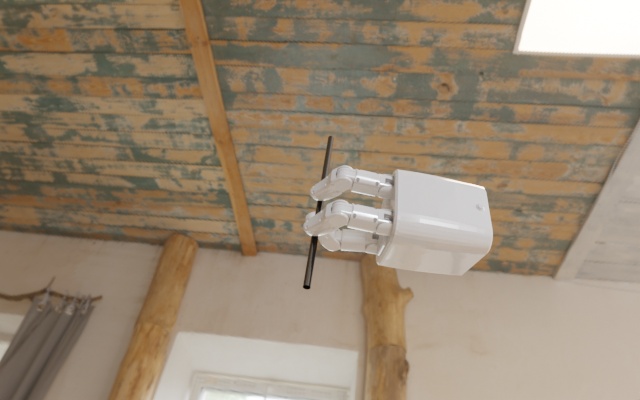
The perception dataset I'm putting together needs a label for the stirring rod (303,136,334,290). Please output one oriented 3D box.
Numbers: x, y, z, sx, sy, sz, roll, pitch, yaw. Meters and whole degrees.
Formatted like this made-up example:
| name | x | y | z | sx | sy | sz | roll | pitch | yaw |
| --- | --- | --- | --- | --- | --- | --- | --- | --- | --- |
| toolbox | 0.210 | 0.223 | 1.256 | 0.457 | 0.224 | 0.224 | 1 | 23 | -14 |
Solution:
| name | x | y | z | sx | sy | sz | roll | pitch | yaw |
| --- | --- | --- | --- | --- | --- | --- | --- | --- | --- |
| stirring rod | 0.000 | 0.002 | 0.570 | 0.011 | 0.239 | 0.011 | 5 | -43 | 5 |
